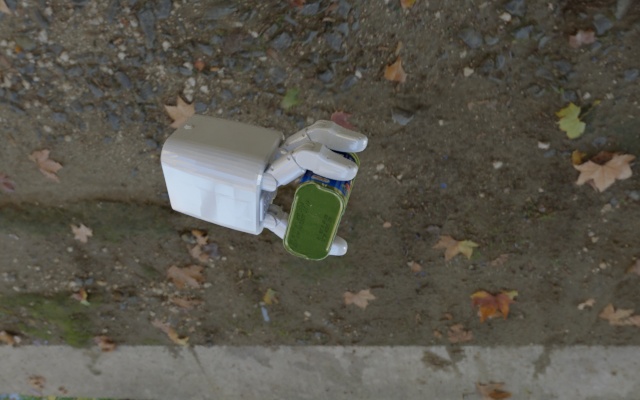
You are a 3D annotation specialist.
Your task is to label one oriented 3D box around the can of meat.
[{"bbox_3d":[0.000,0.002,0.513,0.057,0.102,0.084,18,36,2],"label":"can of meat"}]
